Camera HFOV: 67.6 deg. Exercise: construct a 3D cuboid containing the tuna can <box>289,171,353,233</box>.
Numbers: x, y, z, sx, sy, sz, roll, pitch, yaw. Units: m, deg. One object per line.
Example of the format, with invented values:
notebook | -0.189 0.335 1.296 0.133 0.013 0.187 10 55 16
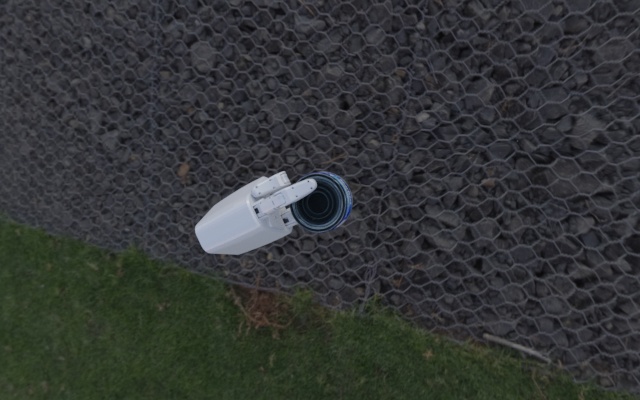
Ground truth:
tuna can | 0.000 0.002 0.671 0.086 0.086 0.034 0 4 17
